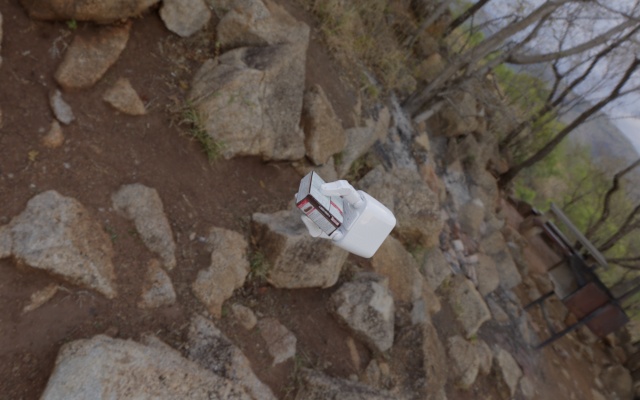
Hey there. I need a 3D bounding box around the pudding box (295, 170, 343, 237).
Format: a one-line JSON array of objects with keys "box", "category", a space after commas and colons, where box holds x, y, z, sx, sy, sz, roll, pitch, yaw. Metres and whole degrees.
[{"box": [0.000, 0.003, 0.897, 0.039, 0.090, 0.113, -42, 17, 18], "category": "pudding box"}]
